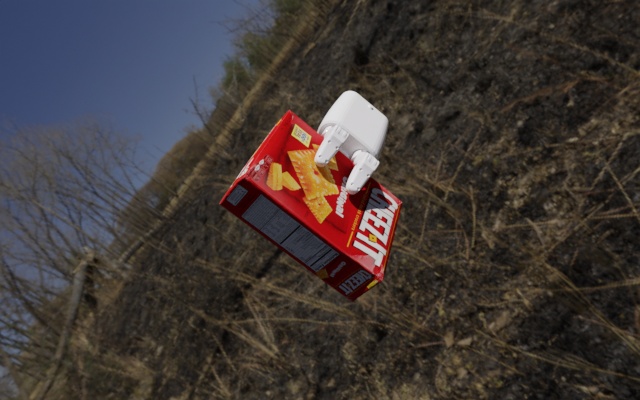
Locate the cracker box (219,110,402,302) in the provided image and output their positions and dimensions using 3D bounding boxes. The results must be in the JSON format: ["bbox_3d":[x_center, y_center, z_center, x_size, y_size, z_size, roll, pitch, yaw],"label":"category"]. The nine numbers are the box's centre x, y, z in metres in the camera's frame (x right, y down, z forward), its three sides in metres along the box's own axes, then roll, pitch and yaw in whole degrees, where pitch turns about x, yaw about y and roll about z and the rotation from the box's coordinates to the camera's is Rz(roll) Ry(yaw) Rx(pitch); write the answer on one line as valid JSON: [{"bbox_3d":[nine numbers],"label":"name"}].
[{"bbox_3d":[0.000,0.002,0.631,0.214,0.164,0.072,38,-50,-11],"label":"cracker box"}]
